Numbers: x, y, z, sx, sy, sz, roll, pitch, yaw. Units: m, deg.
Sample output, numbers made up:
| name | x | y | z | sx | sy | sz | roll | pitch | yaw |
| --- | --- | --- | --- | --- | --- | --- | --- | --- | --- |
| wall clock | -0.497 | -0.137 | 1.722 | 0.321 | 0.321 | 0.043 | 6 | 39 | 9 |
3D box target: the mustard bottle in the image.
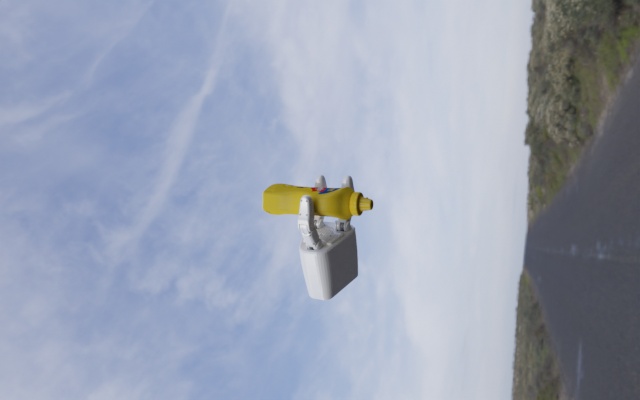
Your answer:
| name | x | y | z | sx | sy | sz | roll | pitch | yaw |
| --- | --- | --- | --- | --- | --- | --- | --- | --- | --- |
| mustard bottle | 0.000 | 0.002 | 0.845 | 0.191 | 0.058 | 0.096 | 4 | 5 | 25 |
